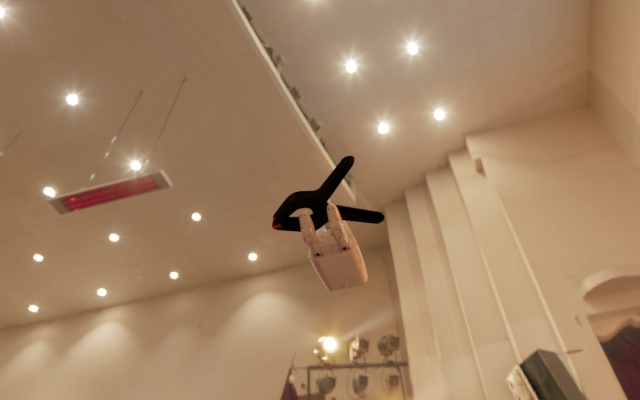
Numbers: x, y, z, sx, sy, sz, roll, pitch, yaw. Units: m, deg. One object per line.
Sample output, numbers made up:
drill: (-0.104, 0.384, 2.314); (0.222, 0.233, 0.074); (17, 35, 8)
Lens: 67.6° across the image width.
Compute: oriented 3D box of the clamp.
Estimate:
clamp: (0.000, 0.003, 0.894); (0.210, 0.165, 0.036); (-14, 38, 12)
